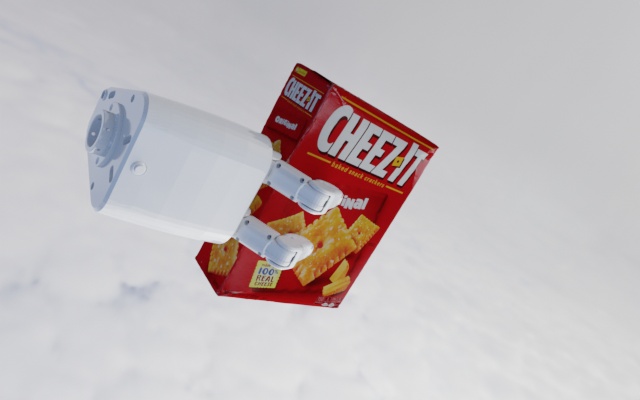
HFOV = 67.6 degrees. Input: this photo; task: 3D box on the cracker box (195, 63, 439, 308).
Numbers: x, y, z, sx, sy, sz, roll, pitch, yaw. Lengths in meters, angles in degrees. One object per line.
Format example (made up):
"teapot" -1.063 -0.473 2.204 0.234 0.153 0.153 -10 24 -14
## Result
"cracker box" 0.000 0.002 0.476 0.164 0.214 0.072 19 17 -42
